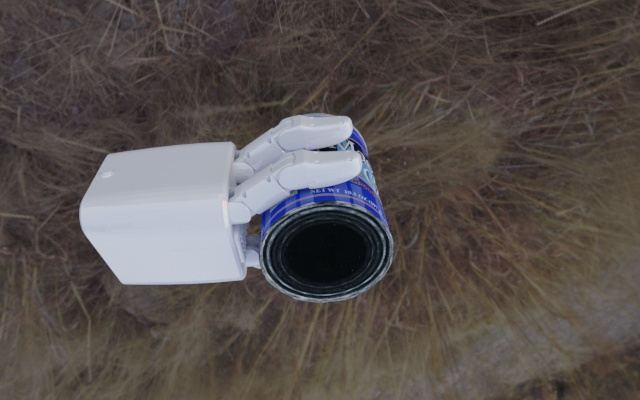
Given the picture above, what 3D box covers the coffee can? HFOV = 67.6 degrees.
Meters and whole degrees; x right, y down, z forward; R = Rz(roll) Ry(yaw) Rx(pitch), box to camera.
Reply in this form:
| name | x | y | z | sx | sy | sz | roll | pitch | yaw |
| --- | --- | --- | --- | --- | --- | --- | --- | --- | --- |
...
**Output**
| name | x | y | z | sx | sy | sz | roll | pitch | yaw |
| --- | --- | --- | --- | --- | --- | --- | --- | --- | --- |
| coffee can | 0.000 | 0.001 | 0.415 | 0.103 | 0.103 | 0.140 | 0 | 36 | -5 |
